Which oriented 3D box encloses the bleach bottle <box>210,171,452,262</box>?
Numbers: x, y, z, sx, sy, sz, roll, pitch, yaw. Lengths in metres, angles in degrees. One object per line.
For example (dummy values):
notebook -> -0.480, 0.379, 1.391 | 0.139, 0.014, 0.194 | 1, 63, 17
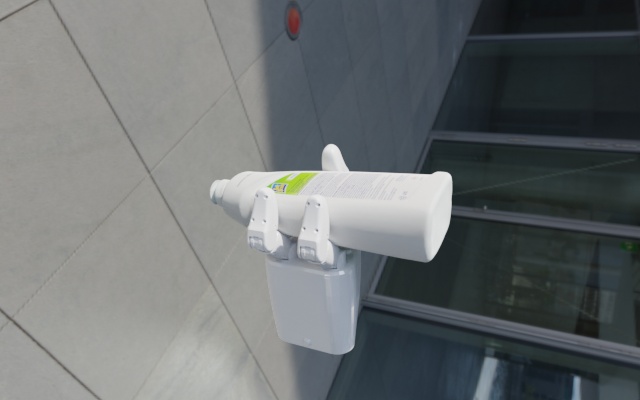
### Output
bleach bottle -> 0.000, 0.002, 0.497 | 0.251, 0.068, 0.102 | 7, 25, 24
